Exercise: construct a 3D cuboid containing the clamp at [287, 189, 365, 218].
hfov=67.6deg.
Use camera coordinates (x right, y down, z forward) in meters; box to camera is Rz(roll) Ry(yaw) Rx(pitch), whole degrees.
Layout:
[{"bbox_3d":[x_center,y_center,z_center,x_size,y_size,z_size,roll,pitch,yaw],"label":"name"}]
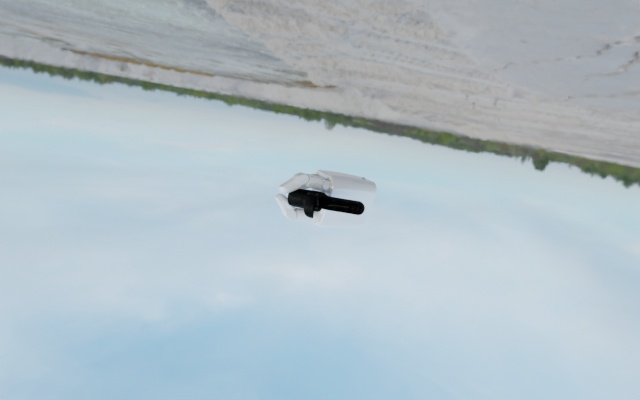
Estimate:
[{"bbox_3d":[0.000,0.003,0.893,0.120,0.039,0.171,6,11,-25],"label":"clamp"}]
